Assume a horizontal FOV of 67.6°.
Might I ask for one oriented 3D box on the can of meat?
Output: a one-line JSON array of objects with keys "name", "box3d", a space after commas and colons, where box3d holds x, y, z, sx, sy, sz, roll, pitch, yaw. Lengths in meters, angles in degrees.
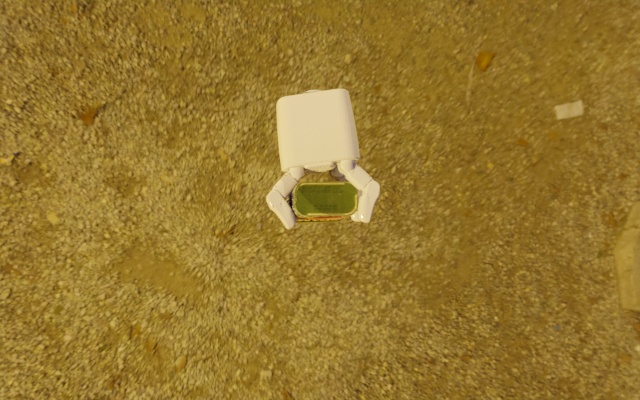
[{"name": "can of meat", "box3d": [0.000, 0.002, 0.725, 0.102, 0.057, 0.084, -1, -7, -13]}]
